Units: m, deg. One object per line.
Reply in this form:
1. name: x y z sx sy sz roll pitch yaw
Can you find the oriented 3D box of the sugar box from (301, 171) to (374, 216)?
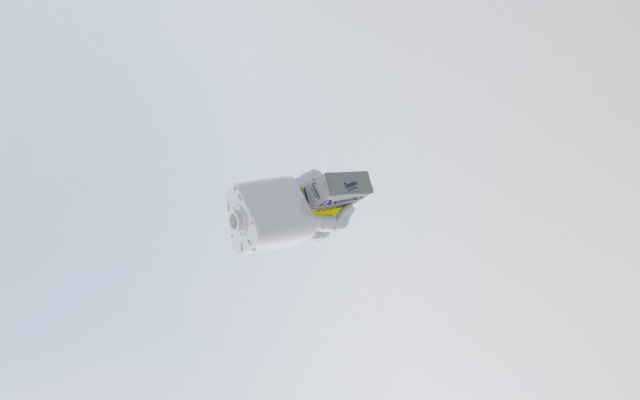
1. sugar box: 0.000 0.003 0.822 0.093 0.048 0.176 -5 -15 -36
